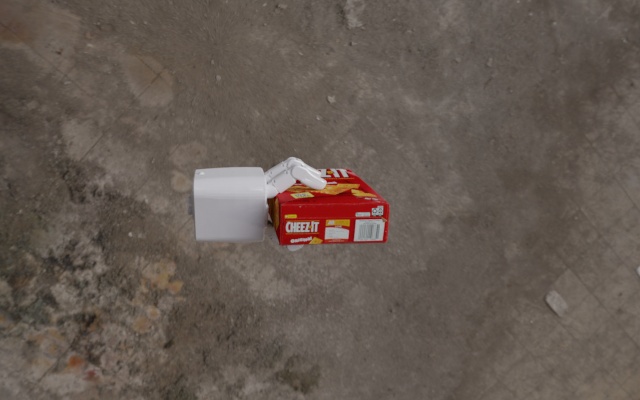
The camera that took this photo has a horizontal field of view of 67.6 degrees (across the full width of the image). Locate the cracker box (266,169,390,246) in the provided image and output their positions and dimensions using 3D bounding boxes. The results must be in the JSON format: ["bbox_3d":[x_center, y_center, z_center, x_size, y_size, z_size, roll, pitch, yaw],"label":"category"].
[{"bbox_3d":[0.000,0.003,0.779,0.164,0.072,0.213,-1,17,-12],"label":"cracker box"}]
